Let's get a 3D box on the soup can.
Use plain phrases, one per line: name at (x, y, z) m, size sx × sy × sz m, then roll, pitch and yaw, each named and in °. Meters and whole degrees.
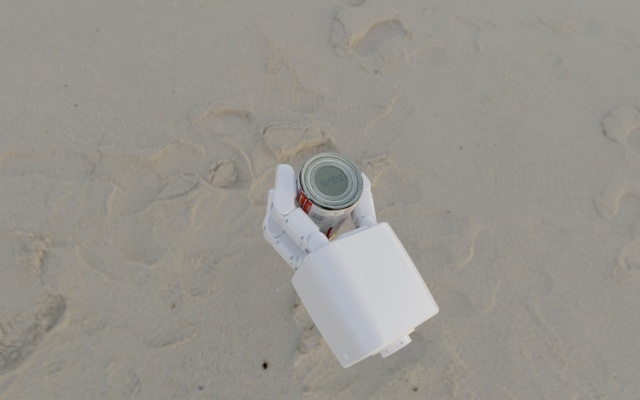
soup can at (0.000, 0.001, 0.516) m, size 0.068 × 0.068 × 0.102 m, roll 0°, pitch -26°, yaw -15°
